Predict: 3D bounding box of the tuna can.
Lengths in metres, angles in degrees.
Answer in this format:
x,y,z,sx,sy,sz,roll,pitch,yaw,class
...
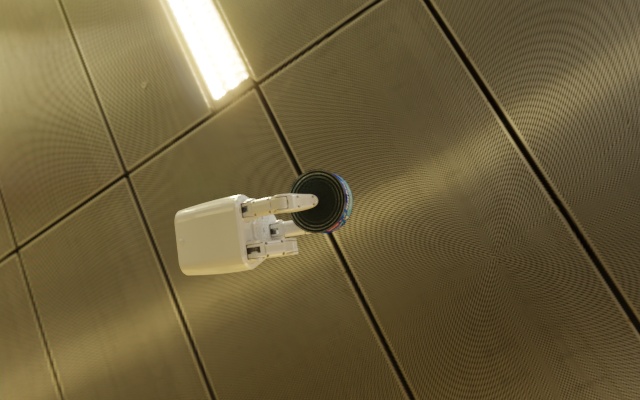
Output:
x,y,z,sx,sy,sz,roll,pitch,yaw,class
0.000,0.002,0.646,0.086,0.086,0.034,0,-5,26,tuna can
